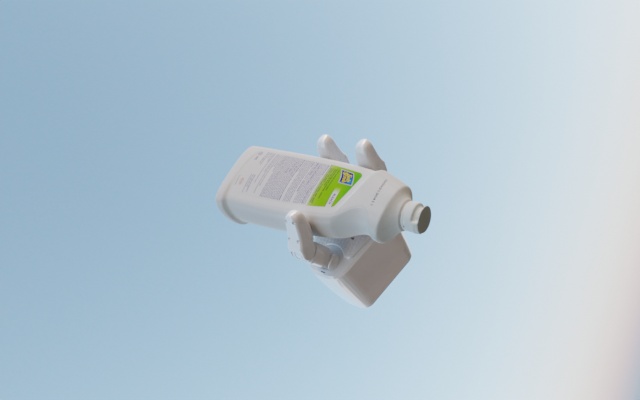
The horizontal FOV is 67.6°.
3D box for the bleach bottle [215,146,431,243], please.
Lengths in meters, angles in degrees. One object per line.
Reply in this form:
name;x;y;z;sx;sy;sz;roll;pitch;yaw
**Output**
bleach bottle;0.000;0.002;0.538;0.251;0.102;0.068;14;-24;36
